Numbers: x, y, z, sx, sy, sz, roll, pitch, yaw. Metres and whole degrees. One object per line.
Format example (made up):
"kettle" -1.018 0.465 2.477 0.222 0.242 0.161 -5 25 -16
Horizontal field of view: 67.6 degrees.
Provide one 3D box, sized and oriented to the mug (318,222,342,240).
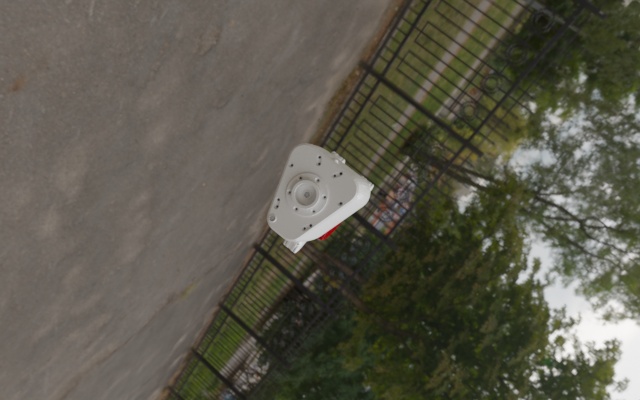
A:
"mug" 0.001 0.002 0.698 0.081 0.093 0.117 40 7 9
